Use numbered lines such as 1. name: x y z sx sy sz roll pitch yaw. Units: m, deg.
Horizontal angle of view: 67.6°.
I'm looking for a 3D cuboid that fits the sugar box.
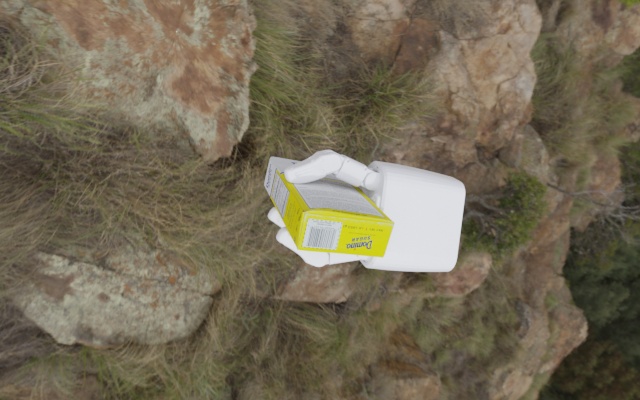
1. sugar box: 0.000 0.002 0.522 0.093 0.048 0.176 8 16 -19
